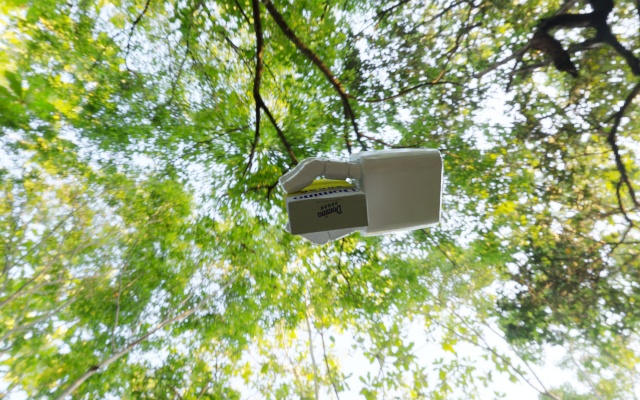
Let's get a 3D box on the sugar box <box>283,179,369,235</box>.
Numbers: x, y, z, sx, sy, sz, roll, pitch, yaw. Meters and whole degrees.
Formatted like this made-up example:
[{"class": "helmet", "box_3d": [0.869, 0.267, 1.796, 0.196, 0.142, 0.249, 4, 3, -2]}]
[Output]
[{"class": "sugar box", "box_3d": [0.000, 0.001, 0.626, 0.093, 0.048, 0.176, -7, 7, -6]}]
